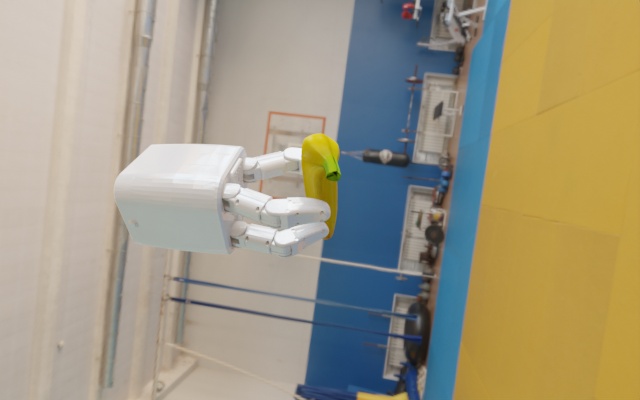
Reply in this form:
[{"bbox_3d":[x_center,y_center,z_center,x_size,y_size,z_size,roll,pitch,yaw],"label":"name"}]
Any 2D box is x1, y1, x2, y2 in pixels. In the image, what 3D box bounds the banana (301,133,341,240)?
[{"bbox_3d":[0.000,-0.017,0.488,0.037,0.069,0.198,-1,-20,1],"label":"banana"}]
